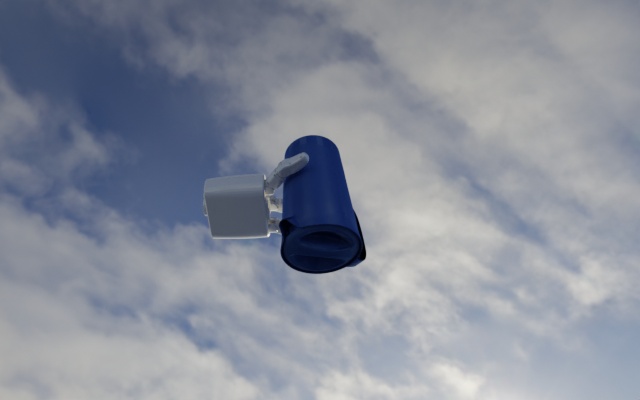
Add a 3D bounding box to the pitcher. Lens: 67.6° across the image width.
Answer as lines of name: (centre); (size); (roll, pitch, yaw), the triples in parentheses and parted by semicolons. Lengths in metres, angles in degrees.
pitcher: (0.000, 0.003, 0.852); (0.145, 0.242, 0.149); (-5, -43, 0)
